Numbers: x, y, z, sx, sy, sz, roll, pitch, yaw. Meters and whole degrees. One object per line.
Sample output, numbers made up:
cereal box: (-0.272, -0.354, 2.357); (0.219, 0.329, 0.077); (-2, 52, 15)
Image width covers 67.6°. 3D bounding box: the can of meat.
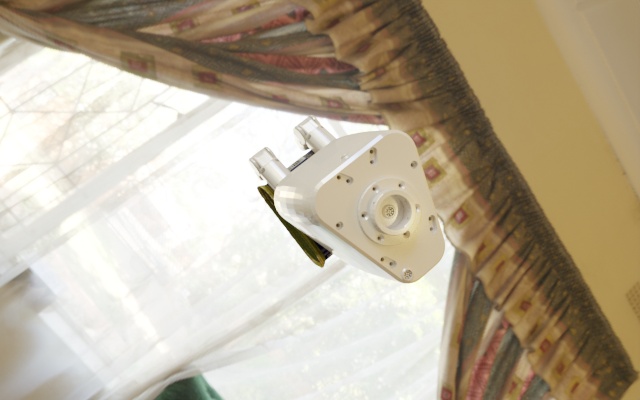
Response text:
can of meat: (0.000, 0.001, 0.484); (0.084, 0.102, 0.057); (-39, 9, -12)
